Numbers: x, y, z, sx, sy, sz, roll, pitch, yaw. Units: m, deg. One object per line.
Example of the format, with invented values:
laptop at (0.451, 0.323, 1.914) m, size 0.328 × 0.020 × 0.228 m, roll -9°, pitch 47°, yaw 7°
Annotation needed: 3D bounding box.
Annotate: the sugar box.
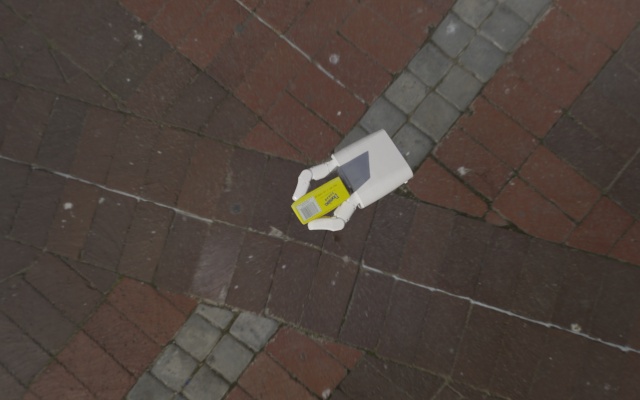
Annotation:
sugar box at (0.001, 0.003, 0.861) m, size 0.093 × 0.048 × 0.176 m, roll -30°, pitch -3°, yaw -1°
